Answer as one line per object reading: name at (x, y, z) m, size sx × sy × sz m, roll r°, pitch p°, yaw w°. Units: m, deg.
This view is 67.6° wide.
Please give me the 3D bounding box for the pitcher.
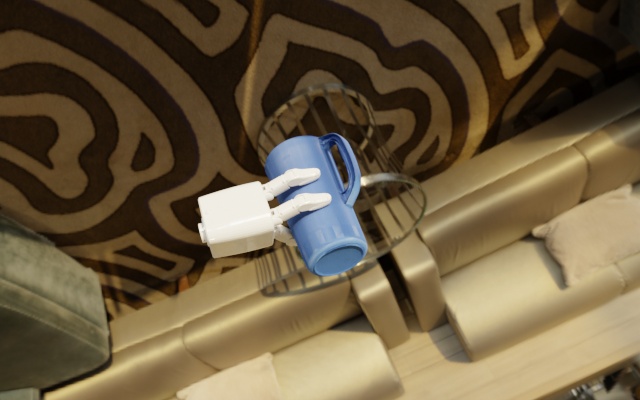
pitcher at (0.000, 0.003, 0.852) m, size 0.145 × 0.242 × 0.149 m, roll -12°, pitch -37°, yaw -15°
